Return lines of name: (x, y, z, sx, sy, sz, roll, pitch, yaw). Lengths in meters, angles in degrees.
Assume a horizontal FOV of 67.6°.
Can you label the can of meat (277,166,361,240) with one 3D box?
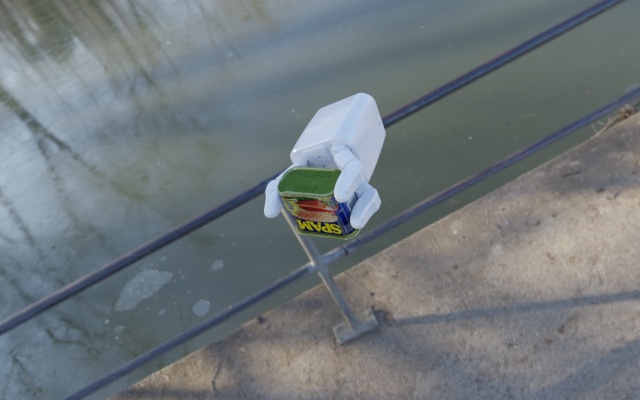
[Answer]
can of meat: (0.000, 0.002, 0.646, 0.102, 0.057, 0.084, 5, -41, 31)
